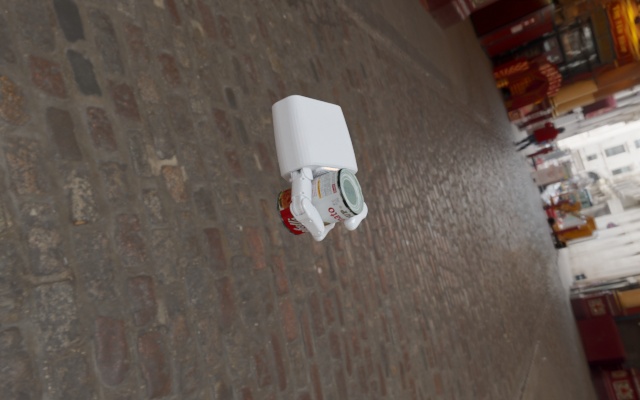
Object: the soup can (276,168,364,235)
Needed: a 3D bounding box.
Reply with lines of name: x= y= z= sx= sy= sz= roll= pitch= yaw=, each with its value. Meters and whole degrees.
soup can: x=0.000 y=0.003 z=0.658 sx=0.102 sy=0.068 sz=0.068 roll=-20 pitch=-9 yaw=27
